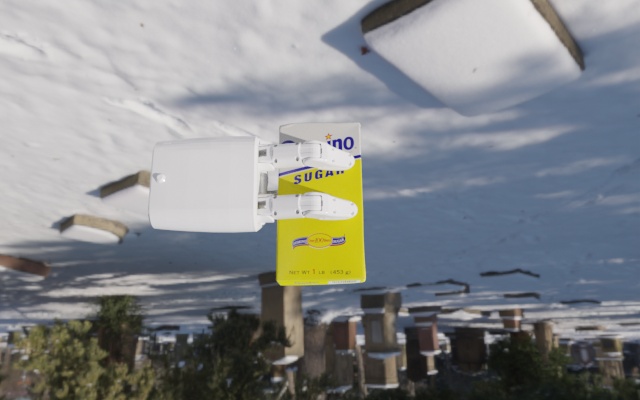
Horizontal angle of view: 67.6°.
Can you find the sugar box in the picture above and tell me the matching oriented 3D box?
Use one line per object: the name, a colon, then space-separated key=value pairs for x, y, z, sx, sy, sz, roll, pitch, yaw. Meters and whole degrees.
sugar box: x=0.000 y=0.002 z=0.521 sx=0.093 sy=0.176 sz=0.048 roll=-2 pitch=-15 yaw=1
